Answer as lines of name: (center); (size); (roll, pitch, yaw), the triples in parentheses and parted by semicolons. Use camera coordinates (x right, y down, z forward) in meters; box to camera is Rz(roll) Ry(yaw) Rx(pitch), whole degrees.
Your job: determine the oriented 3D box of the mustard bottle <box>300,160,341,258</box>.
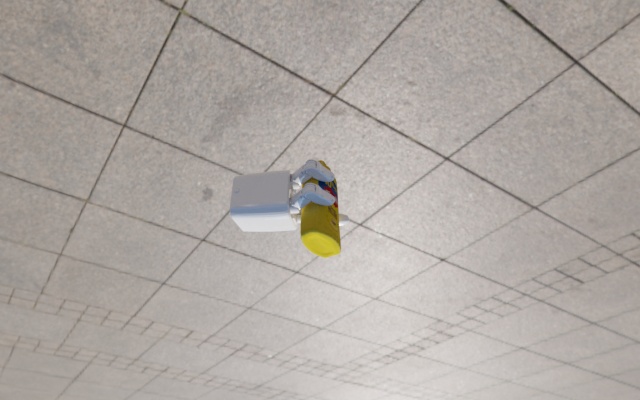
mustard bottle: (0.000, 0.003, 0.881); (0.058, 0.191, 0.096); (-20, -41, 23)
